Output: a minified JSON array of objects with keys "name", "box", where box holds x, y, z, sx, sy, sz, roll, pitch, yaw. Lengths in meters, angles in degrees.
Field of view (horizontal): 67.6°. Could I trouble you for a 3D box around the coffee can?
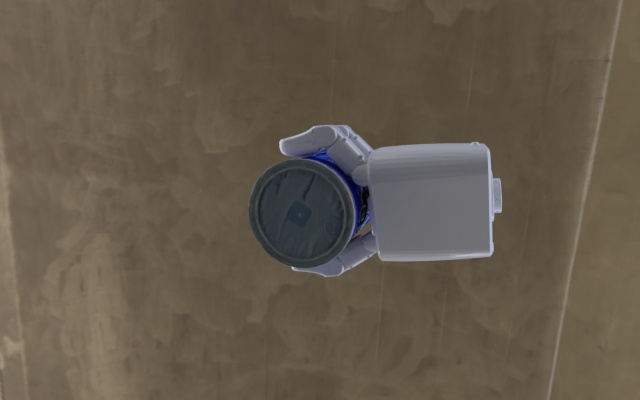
[{"name":"coffee can","box":[0.000,0.002,0.502,0.103,0.103,0.140,0,10,17]}]
